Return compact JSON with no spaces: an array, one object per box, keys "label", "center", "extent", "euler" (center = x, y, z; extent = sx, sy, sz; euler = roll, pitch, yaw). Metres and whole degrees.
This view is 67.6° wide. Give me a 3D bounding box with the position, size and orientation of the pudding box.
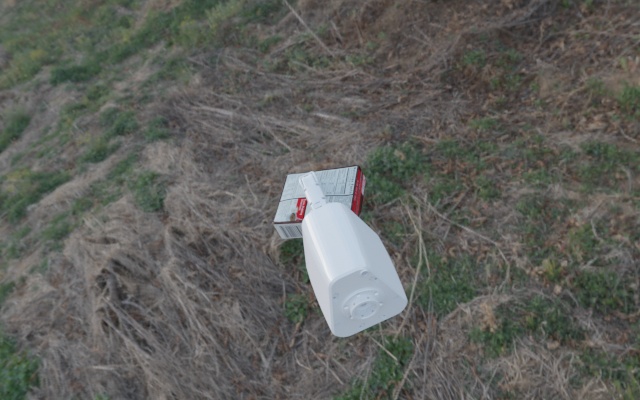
[{"label":"pudding box","center":[0.000,0.002,0.637],"extent":[0.113,0.090,0.039],"euler":[-5,-41,22]}]
